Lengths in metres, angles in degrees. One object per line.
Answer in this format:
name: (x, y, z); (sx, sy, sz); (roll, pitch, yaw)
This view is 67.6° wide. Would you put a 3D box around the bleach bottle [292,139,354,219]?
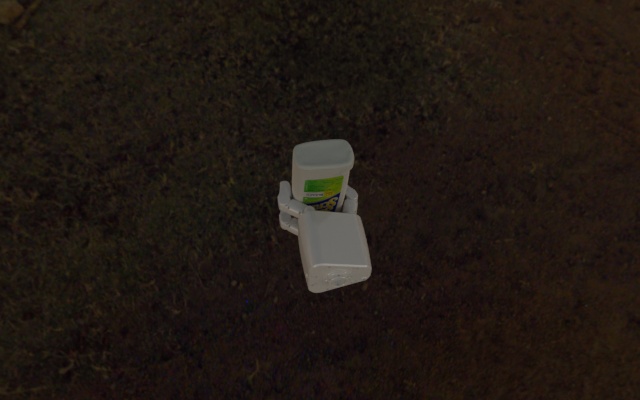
bleach bottle: (0.000, 0.003, 0.866); (0.102, 0.068, 0.251); (-6, -39, -6)
